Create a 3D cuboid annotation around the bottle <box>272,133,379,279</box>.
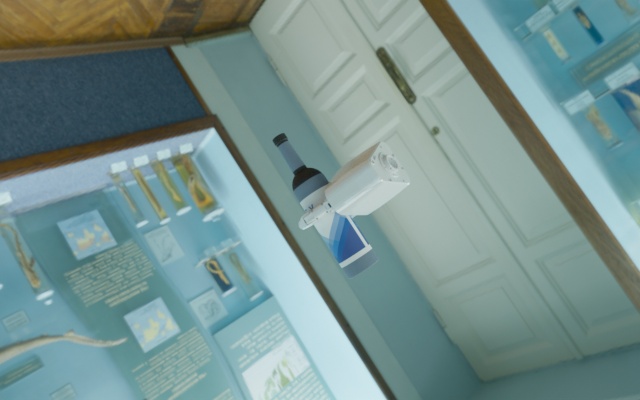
[{"bbox_3d":[0.000,0.003,0.887,0.069,0.295,0.069,-33,-5,-3],"label":"bottle"}]
